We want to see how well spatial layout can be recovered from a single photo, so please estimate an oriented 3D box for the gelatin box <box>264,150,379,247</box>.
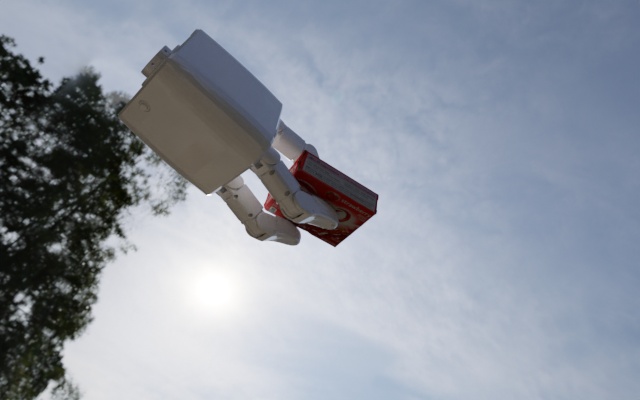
[{"bbox_3d":[0.000,0.001,0.469,0.089,0.030,0.073,30,-44,-16],"label":"gelatin box"}]
